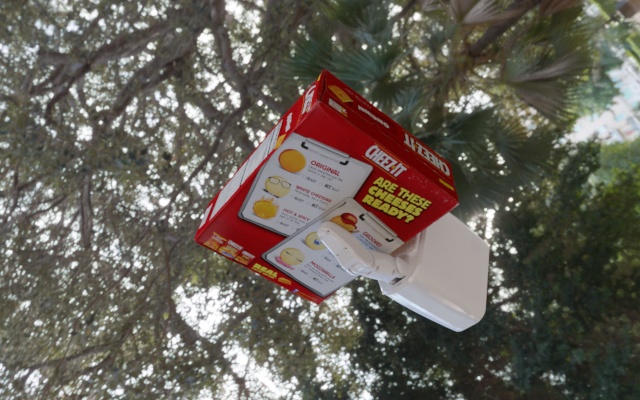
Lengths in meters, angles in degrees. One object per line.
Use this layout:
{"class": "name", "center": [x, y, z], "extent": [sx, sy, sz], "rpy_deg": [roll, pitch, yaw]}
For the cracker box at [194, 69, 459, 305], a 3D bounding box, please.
{"class": "cracker box", "center": [0.000, 0.002, 0.482], "extent": [0.164, 0.072, 0.214], "rpy_deg": [32, -54, -21]}
